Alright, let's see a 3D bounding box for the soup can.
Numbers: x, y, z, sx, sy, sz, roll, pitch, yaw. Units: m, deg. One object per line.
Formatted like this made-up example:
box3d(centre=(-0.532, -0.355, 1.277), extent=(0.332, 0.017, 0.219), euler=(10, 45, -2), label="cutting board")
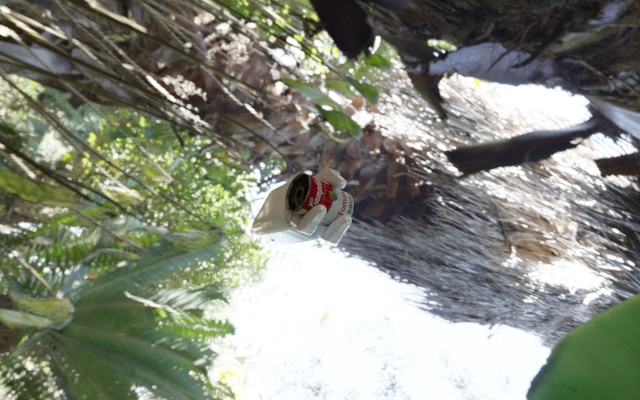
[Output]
box3d(centre=(0.001, 0.003, 0.814), extent=(0.102, 0.068, 0.068), euler=(24, -14, -33), label="soup can")
